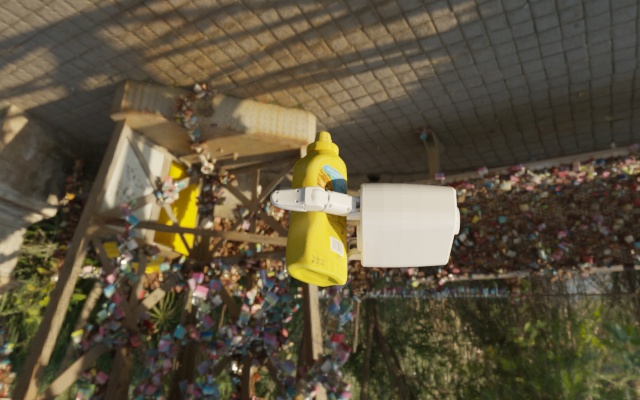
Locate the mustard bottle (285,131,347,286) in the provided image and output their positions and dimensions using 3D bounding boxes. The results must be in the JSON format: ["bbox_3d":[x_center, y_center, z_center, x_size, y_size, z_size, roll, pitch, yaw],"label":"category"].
[{"bbox_3d":[0.000,0.002,0.585,0.058,0.191,0.096,-10,-26,29],"label":"mustard bottle"}]
